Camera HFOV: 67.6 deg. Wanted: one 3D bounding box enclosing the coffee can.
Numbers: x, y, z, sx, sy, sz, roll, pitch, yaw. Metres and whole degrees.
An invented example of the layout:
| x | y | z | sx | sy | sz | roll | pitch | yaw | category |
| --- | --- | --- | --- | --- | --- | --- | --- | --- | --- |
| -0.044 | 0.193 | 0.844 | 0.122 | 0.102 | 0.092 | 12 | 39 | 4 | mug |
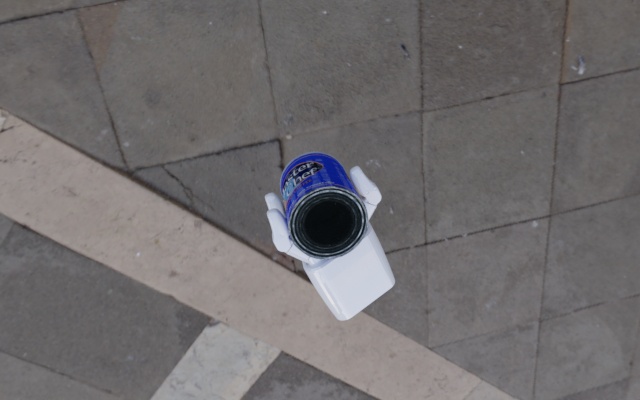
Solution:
| x | y | z | sx | sy | sz | roll | pitch | yaw | category |
| --- | --- | --- | --- | --- | --- | --- | --- | --- | --- |
| 0.000 | 0.002 | 0.659 | 0.103 | 0.103 | 0.140 | 0 | 24 | -9 | coffee can |
